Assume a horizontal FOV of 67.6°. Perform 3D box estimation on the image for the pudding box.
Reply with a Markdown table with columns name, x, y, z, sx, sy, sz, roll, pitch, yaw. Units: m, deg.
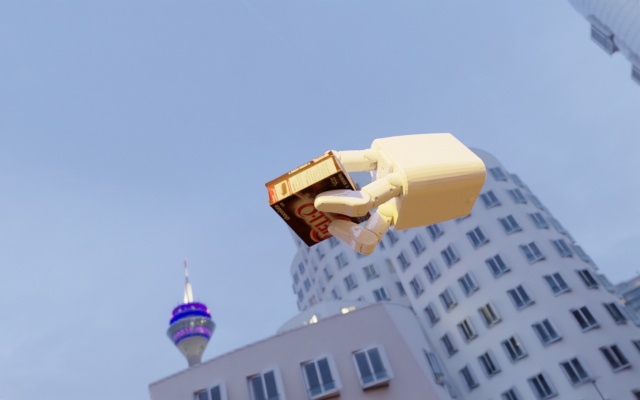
| name | x | y | z | sx | sy | sz | roll | pitch | yaw |
| --- | --- | --- | --- | --- | --- | --- | --- | --- | --- |
| pudding box | 0.000 | 0.002 | 0.564 | 0.090 | 0.039 | 0.114 | -27 | -40 | 9 |
